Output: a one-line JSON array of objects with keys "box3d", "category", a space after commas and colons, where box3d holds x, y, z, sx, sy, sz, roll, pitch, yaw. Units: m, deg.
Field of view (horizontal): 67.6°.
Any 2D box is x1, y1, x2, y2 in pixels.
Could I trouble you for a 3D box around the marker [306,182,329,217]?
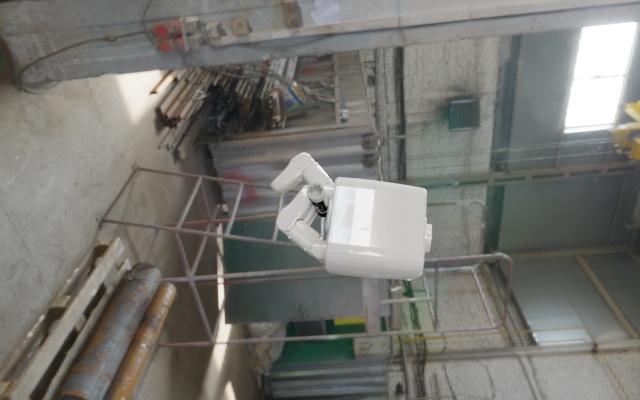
[{"box3d": [0.000, 0.002, 0.536, 0.020, 0.020, 0.121, 0, -11, 5], "category": "marker"}]
